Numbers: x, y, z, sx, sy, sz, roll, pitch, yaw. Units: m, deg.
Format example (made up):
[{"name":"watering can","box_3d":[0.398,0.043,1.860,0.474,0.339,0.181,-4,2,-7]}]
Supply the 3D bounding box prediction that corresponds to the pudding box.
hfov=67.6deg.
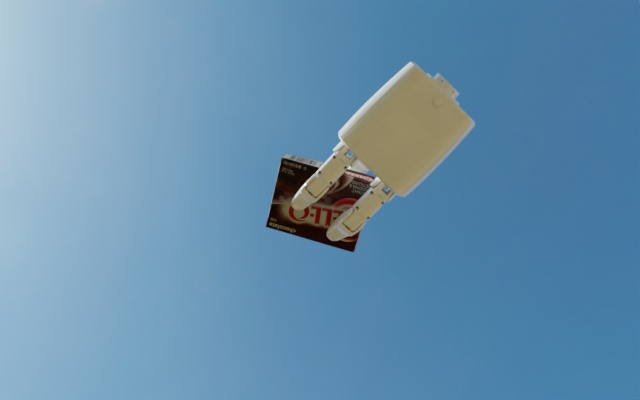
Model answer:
[{"name":"pudding box","box_3d":[0.000,0.002,0.567,0.113,0.090,0.039,16,18,4]}]
